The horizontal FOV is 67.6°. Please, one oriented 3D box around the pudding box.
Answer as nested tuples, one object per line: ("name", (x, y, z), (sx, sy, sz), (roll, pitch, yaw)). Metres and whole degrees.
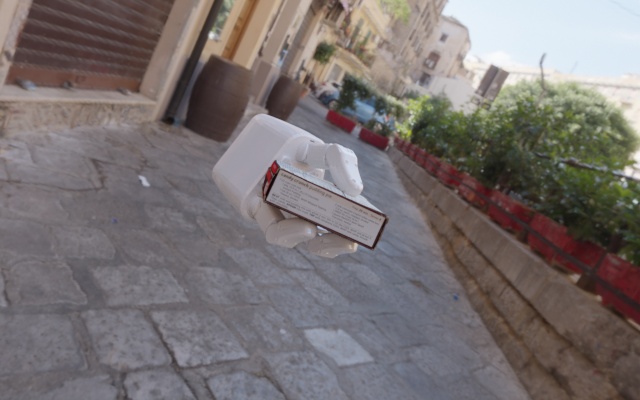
("pudding box", (0.000, 0.001, 0.460), (0.113, 0.039, 0.090), (22, 7, -10))
